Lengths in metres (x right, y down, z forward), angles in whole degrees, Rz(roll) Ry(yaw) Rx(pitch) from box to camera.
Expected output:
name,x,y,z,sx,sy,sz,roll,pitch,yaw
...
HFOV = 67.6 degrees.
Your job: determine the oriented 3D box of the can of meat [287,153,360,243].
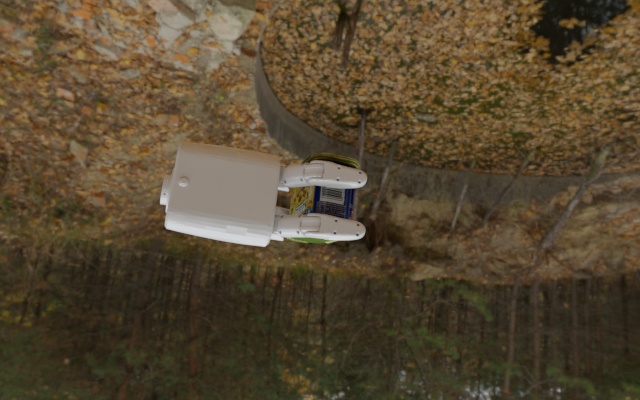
name,x,y,z,sx,sy,sz,roll,pitch,yaw
can of meat,0.000,0.002,0.545,0.057,0.084,0.102,11,-15,-19
